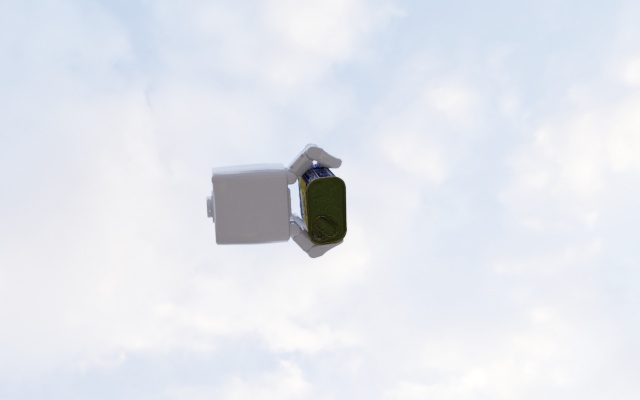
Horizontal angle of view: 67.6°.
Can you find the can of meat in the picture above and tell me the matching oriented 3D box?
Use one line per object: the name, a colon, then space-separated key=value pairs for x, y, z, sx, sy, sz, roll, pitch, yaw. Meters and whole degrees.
can of meat: x=0.000 y=0.002 z=0.705 sx=0.057 sy=0.102 sz=0.084 roll=-7 pitch=21 yaw=-12
